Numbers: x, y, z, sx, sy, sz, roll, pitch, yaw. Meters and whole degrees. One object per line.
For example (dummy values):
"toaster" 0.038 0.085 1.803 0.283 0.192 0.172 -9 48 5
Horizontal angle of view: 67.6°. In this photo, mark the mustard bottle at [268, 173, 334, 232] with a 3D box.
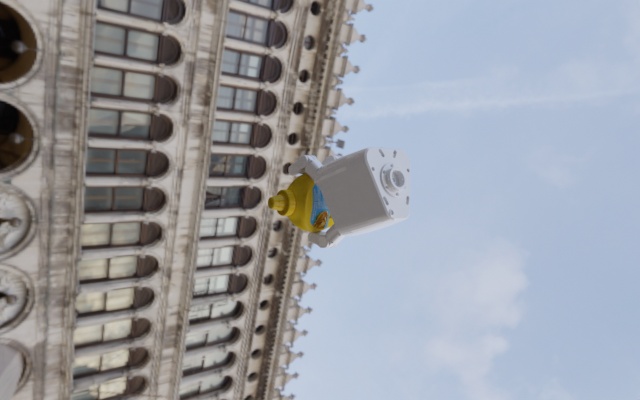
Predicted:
"mustard bottle" 0.000 0.003 0.780 0.191 0.096 0.058 -1 11 -38
